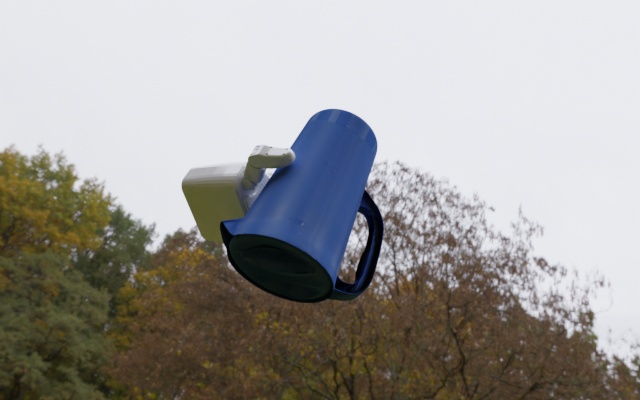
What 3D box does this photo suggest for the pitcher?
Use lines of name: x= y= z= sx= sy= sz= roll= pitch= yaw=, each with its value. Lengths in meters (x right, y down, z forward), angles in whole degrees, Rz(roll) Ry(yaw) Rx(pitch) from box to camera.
pitcher: x=0.000 y=0.002 z=0.608 sx=0.145 sy=0.242 sz=0.149 roll=-1 pitch=-43 yaw=32
